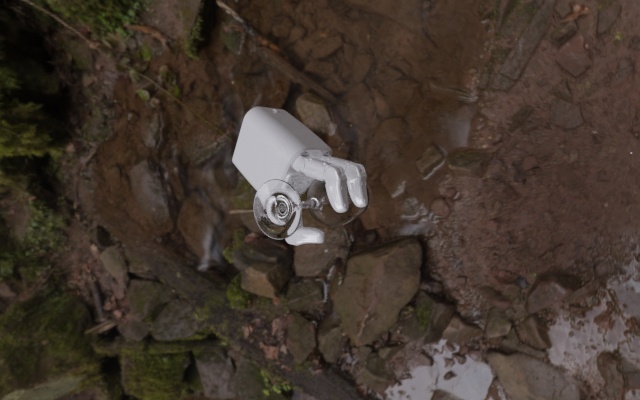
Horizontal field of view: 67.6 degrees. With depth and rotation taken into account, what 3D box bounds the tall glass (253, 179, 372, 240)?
[{"bbox_3d":[0.000,0.002,0.664,0.079,0.079,0.201,0,5,33],"label":"tall glass"}]
